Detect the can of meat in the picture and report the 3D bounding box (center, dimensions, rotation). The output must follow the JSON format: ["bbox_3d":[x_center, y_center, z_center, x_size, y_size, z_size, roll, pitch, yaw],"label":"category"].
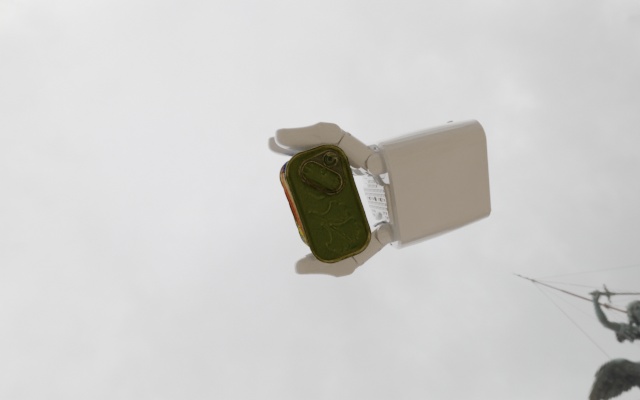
[{"bbox_3d":[0.000,0.002,0.455,0.057,0.102,0.084,-20,6,-9],"label":"can of meat"}]
